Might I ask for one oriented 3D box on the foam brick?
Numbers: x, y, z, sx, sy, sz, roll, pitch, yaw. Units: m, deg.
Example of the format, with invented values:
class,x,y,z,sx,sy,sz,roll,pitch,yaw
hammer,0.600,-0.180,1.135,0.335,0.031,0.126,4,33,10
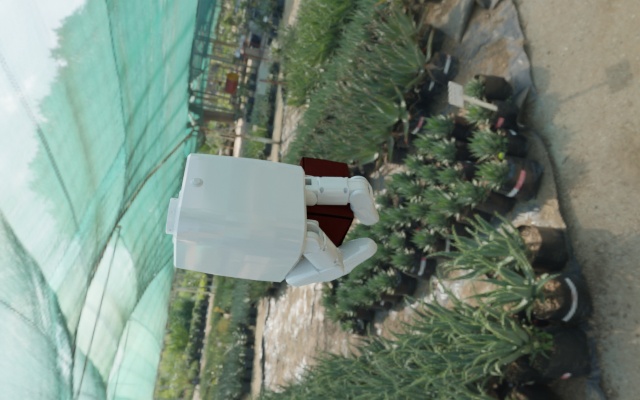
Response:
class,x,y,z,sx,sy,sz,roll,pitch,yaw
foam brick,0.000,0.001,0.493,0.051,0.078,0.053,8,-43,-13
